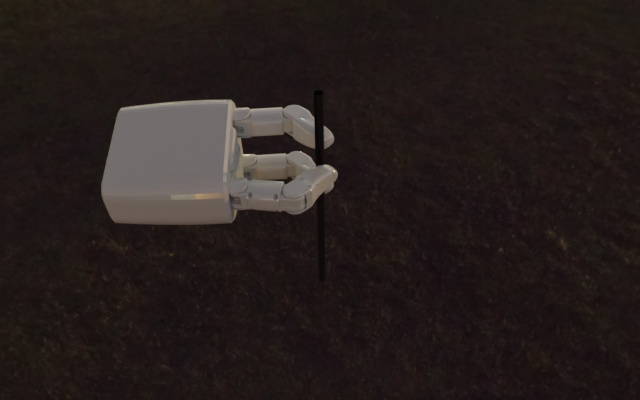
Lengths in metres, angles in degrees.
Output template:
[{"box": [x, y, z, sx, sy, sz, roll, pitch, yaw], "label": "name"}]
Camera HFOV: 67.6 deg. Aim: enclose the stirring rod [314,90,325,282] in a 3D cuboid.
[{"box": [0.000, 0.002, 0.467, 0.011, 0.240, 0.011, -1, 43, 1], "label": "stirring rod"}]
